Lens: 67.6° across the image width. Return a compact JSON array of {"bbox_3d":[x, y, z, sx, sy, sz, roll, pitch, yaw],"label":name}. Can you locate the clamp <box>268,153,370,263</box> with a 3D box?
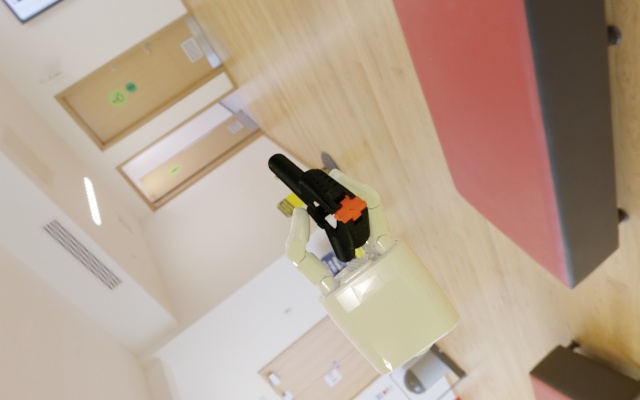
[{"bbox_3d":[0.000,0.002,0.517,0.036,0.164,0.210,-39,0,-9],"label":"clamp"}]
